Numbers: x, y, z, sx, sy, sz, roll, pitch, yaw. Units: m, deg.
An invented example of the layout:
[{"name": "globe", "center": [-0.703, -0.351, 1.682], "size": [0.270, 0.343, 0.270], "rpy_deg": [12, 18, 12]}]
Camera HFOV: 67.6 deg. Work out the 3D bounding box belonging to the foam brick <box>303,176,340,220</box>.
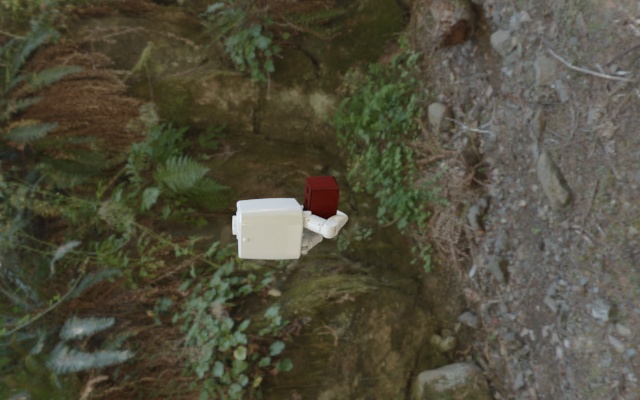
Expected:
[{"name": "foam brick", "center": [0.000, 0.002, 0.838], "size": [0.051, 0.078, 0.053], "rpy_deg": [0, 28, -12]}]
